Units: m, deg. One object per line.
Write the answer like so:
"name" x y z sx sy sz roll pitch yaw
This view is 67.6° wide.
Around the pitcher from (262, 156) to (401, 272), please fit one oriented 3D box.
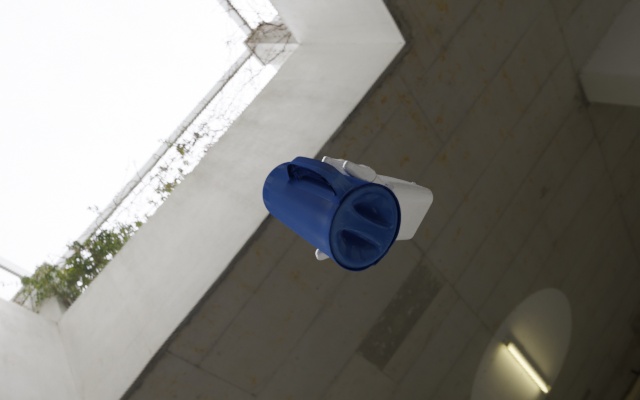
"pitcher" 0.000 0.003 0.772 0.145 0.149 0.242 3 13 -36
